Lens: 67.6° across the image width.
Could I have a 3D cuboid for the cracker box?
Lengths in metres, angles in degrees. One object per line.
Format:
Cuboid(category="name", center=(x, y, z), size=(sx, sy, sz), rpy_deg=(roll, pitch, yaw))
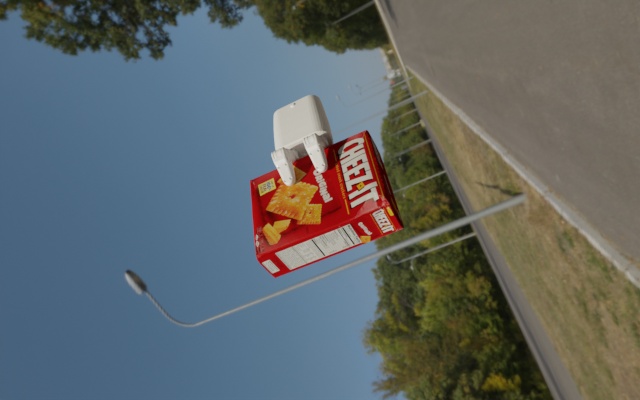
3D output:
Cuboid(category="cracker box", center=(0.000, 0.003, 0.734), size=(0.214, 0.164, 0.072), rpy_deg=(-23, -43, 13))
